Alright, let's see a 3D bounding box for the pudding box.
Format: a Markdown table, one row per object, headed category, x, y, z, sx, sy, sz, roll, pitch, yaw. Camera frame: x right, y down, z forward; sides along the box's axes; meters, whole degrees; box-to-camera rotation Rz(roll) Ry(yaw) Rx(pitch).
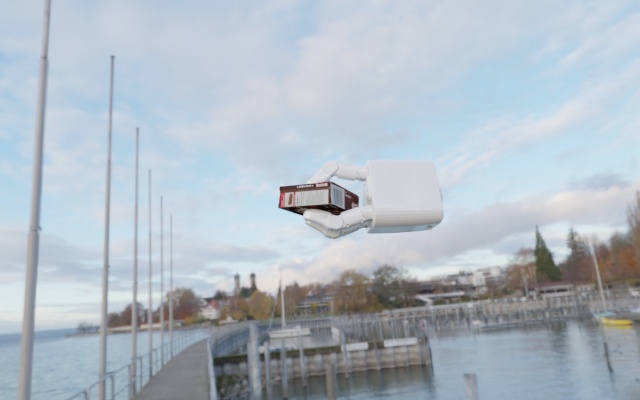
| category | x | y | z | sx | sy | sz | roll | pitch | yaw |
| --- | --- | --- | --- | --- | --- | --- | --- | --- | --- |
| pudding box | 0.000 | 0.002 | 0.744 | 0.090 | 0.039 | 0.113 | -5 | -15 | 25 |
